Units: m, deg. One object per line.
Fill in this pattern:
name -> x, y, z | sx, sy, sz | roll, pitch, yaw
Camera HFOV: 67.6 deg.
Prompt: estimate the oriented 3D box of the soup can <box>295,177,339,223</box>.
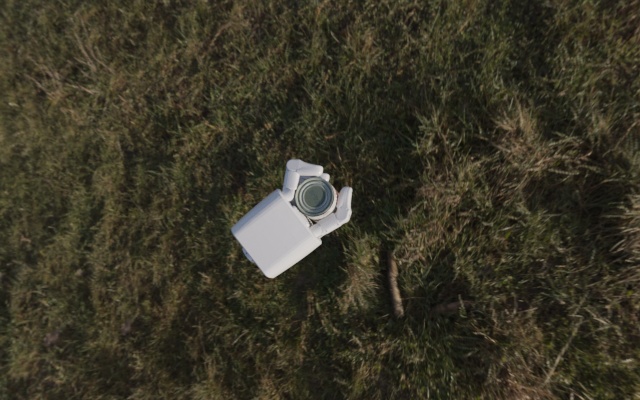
soup can -> 0.001, 0.002, 0.820 | 0.068, 0.068, 0.102 | 0, -11, 13
